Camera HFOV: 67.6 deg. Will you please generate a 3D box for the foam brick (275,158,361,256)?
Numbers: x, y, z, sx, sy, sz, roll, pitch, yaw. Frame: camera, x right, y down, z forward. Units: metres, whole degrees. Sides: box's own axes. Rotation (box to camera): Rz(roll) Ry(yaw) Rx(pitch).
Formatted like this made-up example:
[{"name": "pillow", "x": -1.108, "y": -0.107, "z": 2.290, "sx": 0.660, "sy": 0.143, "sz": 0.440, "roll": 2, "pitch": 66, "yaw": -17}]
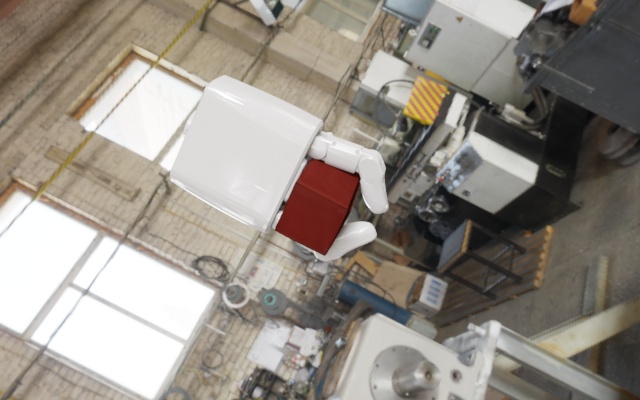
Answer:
[{"name": "foam brick", "x": 0.000, "y": 0.001, "z": 0.428, "sx": 0.051, "sy": 0.053, "sz": 0.078, "roll": 27, "pitch": 28, "yaw": 0}]
